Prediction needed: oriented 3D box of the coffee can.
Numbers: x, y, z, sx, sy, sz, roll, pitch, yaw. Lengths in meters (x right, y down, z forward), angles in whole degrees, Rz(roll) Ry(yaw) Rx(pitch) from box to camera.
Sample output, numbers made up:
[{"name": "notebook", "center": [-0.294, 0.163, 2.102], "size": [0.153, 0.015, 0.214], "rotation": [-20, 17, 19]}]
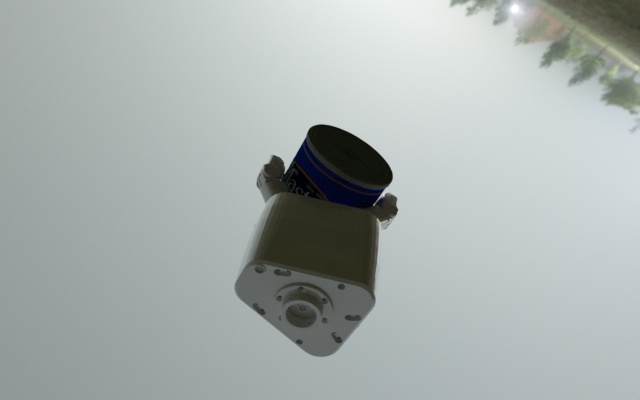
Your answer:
[{"name": "coffee can", "center": [0.000, 0.002, 0.532], "size": [0.103, 0.140, 0.102], "rotation": [24, 30, -15]}]
